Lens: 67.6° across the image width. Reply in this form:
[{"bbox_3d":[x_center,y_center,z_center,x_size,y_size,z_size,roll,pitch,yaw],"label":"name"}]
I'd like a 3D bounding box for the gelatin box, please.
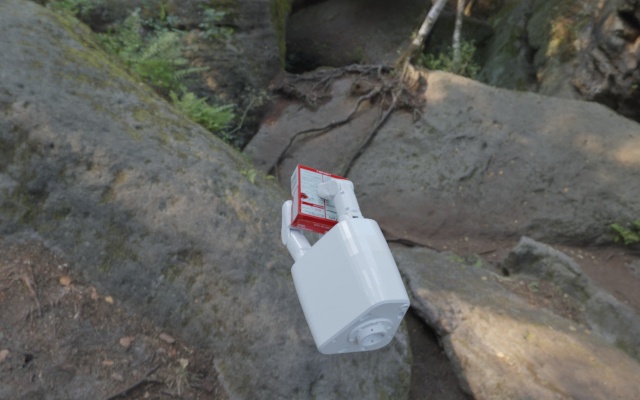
[{"bbox_3d":[0.000,0.001,0.612,0.073,0.089,0.030,15,-45,-19],"label":"gelatin box"}]
